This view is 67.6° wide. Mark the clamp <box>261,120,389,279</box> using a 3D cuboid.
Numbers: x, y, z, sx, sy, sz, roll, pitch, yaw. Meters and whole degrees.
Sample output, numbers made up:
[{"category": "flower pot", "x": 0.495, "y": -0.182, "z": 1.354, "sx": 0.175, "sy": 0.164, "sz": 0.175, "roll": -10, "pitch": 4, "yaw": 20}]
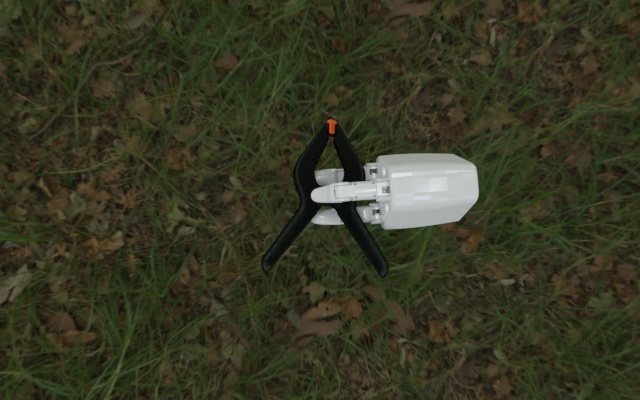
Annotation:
[{"category": "clamp", "x": 0.000, "y": 0.001, "z": 0.621, "sx": 0.164, "sy": 0.210, "sz": 0.036, "roll": -4, "pitch": -3, "yaw": -3}]
